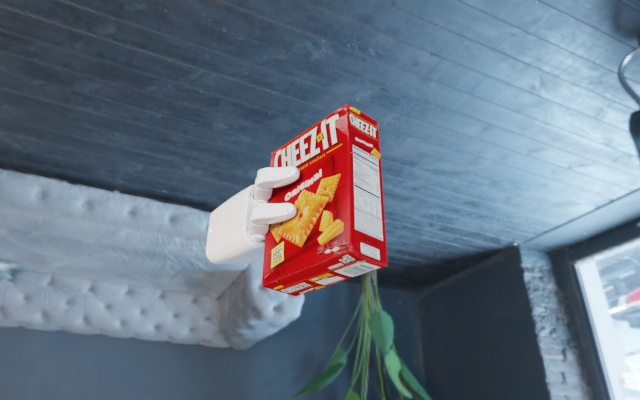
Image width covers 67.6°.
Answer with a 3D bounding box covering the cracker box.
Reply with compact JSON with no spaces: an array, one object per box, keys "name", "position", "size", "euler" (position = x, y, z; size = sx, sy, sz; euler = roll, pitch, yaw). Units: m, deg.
[{"name":"cracker box","position":[0.000,0.002,0.636],"size":[0.072,0.213,0.164],"euler":[25,-37,-38]}]
